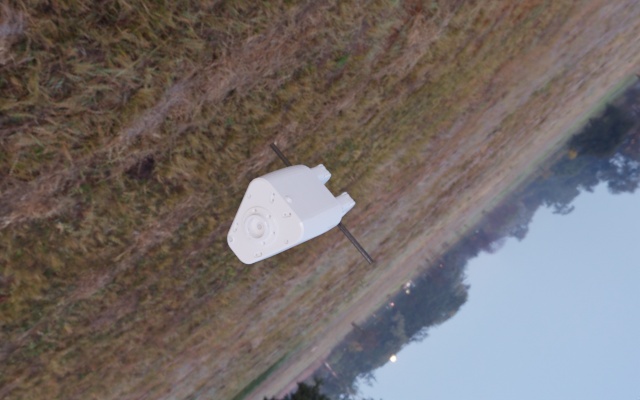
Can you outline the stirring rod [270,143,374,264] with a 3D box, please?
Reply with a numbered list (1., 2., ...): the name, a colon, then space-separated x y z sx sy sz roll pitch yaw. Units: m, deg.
1. stirring rod: 0.000 0.002 0.729 0.011 0.239 0.011 -39 -9 -8
